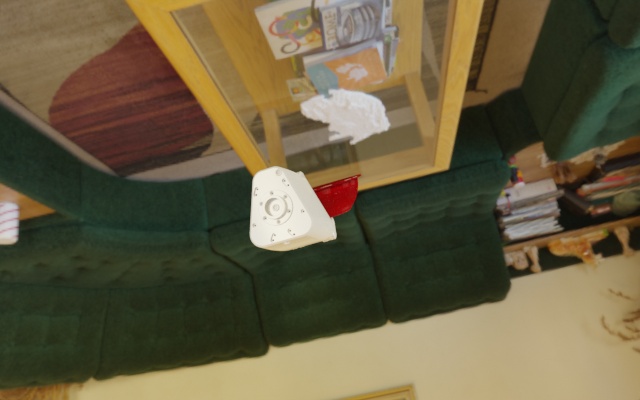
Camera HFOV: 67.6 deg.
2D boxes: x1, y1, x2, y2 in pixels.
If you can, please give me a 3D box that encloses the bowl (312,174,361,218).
[{"bbox_3d":[0.001,0.003,0.830,0.162,0.055,0.162,-17,3,1],"label":"bowl"}]
